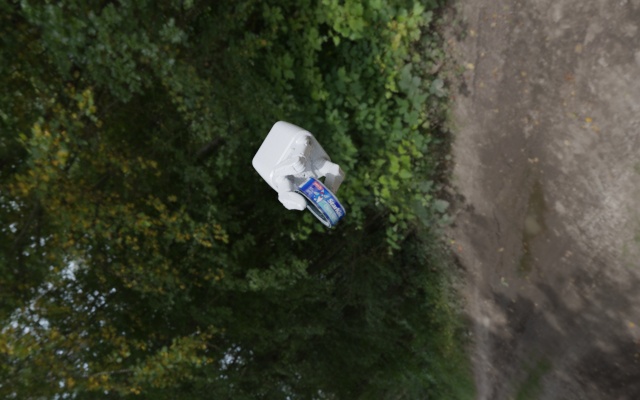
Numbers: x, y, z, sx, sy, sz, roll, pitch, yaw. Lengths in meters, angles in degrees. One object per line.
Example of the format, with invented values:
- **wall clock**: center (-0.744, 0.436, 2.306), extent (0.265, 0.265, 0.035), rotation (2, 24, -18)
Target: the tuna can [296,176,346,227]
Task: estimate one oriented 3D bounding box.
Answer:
- **tuna can**: center (0.000, 0.003, 0.771), extent (0.033, 0.086, 0.086), rotation (-43, 9, -10)
